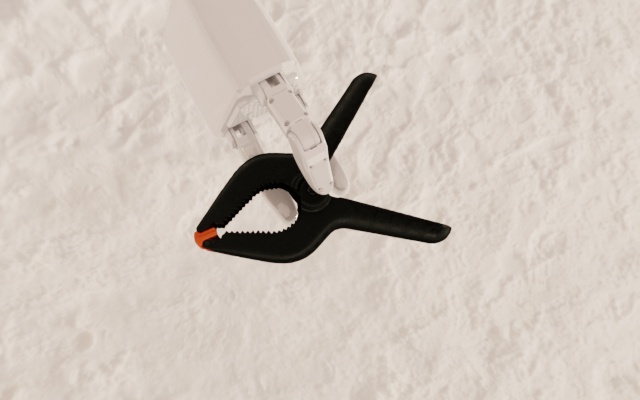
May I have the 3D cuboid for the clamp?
[{"bbox_3d":[0.000,0.001,0.402,0.210,0.164,0.036,-30,-7,-14],"label":"clamp"}]
